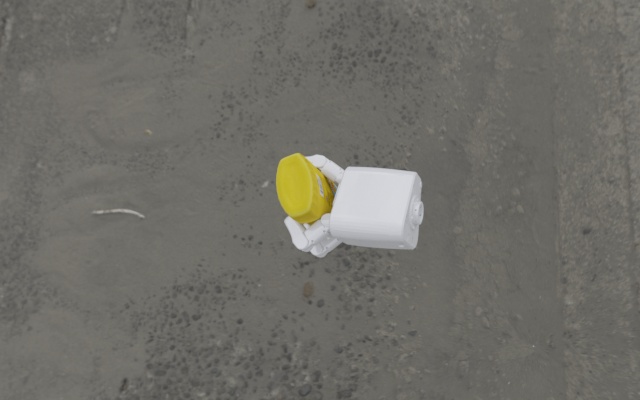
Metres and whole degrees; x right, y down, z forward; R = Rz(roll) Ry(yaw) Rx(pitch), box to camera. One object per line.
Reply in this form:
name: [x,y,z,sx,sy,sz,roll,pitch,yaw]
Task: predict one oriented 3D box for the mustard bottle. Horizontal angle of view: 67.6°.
mustard bottle: [0.000,0.002,0.745,0.058,0.096,0.192,-21,-23,17]
